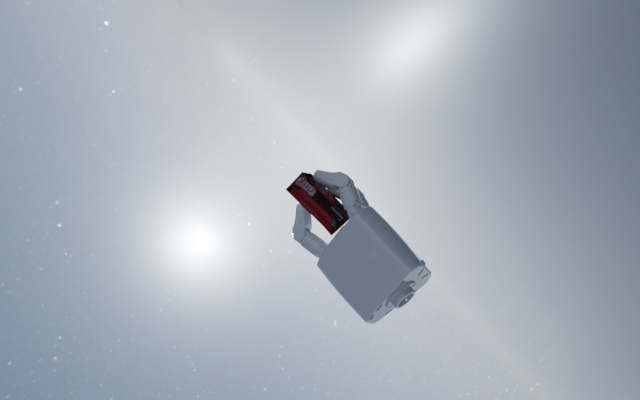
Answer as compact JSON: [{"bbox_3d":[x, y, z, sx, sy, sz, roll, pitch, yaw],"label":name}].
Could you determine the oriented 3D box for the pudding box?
[{"bbox_3d":[0.000,0.002,0.689,0.039,0.090,0.113,-44,-2,3],"label":"pudding box"}]
